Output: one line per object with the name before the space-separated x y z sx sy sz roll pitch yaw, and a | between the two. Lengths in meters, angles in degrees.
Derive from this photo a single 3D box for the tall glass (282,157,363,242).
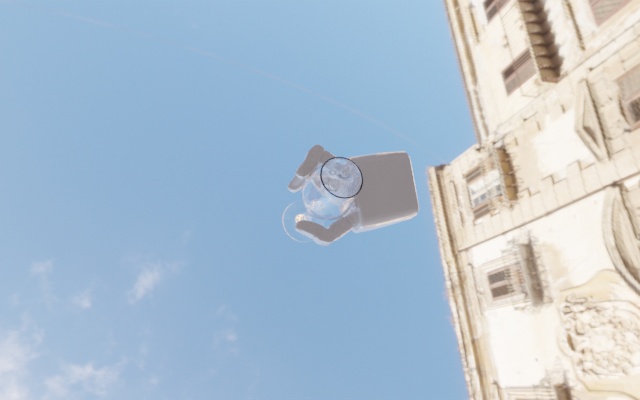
tall glass | 0.000 0.003 0.732 0.079 0.079 0.201 0 -20 -18
